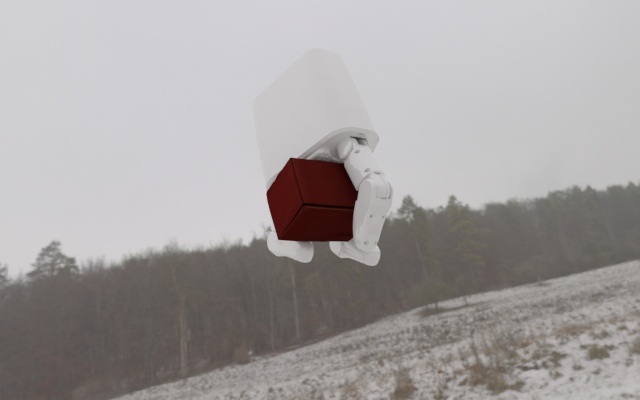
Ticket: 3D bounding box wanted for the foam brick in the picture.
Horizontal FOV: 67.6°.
[{"bbox_3d":[0.000,0.001,0.418,0.078,0.051,0.053,4,-38,-34],"label":"foam brick"}]
